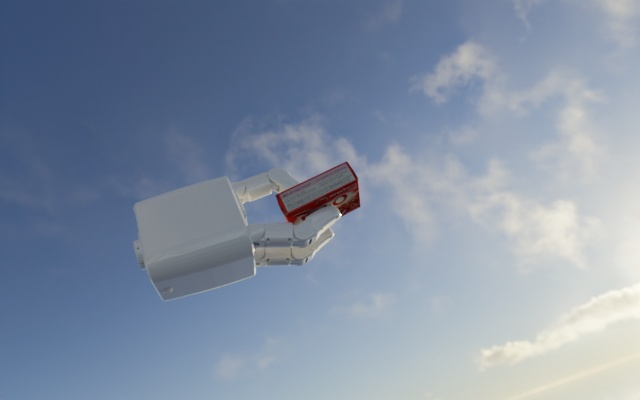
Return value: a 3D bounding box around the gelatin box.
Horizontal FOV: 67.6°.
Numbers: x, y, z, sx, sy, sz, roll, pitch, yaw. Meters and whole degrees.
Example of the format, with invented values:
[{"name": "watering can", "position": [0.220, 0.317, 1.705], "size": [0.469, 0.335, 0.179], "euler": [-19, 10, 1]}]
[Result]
[{"name": "gelatin box", "position": [0.000, 0.001, 0.539], "size": [0.089, 0.030, 0.073], "euler": [-26, -25, -5]}]
